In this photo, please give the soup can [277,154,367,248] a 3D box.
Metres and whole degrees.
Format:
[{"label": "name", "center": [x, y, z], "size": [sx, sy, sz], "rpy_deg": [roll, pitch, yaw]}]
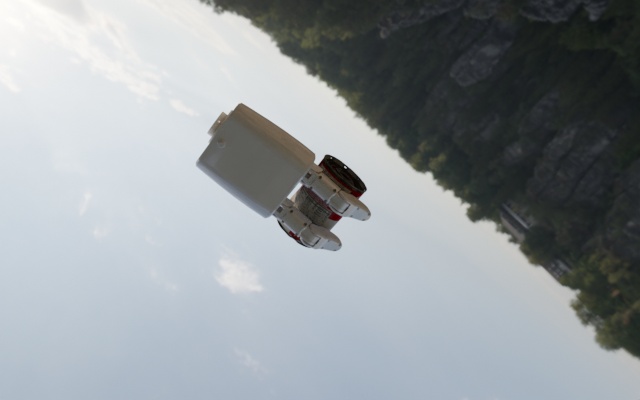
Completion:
[{"label": "soup can", "center": [0.000, 0.002, 0.602], "size": [0.068, 0.102, 0.068], "rpy_deg": [36, 18, -14]}]
